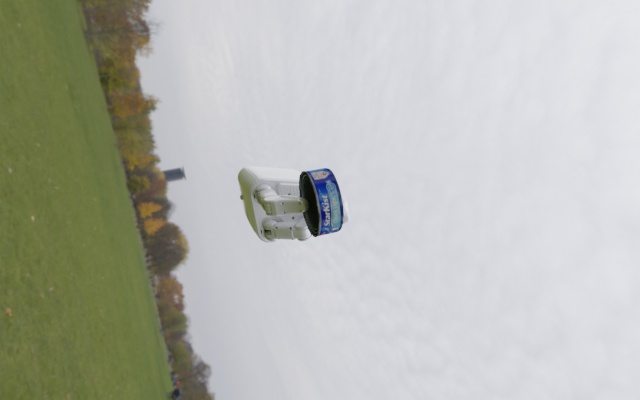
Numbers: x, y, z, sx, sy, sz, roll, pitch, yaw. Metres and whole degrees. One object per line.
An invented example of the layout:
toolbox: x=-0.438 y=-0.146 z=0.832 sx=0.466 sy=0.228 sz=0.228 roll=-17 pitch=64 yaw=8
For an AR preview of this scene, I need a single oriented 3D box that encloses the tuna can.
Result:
tuna can: x=0.001 y=0.002 z=0.612 sx=0.034 sy=0.086 sz=0.086 roll=-11 pitch=3 yaw=-15
